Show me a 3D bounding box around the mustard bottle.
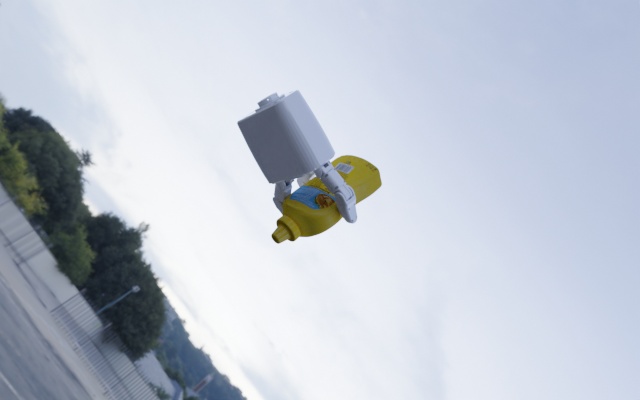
[{"bbox_3d":[0.000,0.003,0.730,0.191,0.058,0.096,-39,41,-28],"label":"mustard bottle"}]
